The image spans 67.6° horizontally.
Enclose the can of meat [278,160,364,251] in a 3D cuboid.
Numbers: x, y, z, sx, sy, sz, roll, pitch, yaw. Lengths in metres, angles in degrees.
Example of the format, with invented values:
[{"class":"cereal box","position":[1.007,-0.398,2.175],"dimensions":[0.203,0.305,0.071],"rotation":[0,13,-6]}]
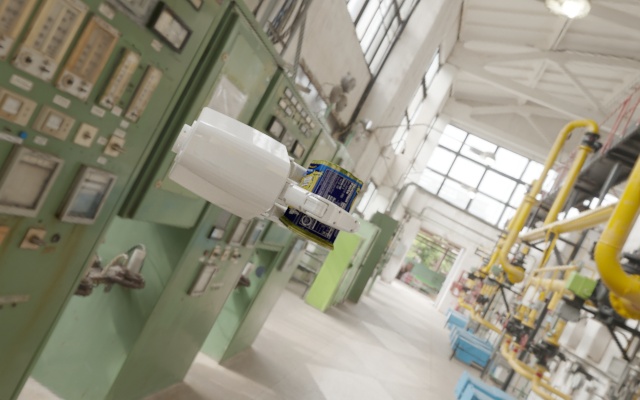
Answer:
[{"class":"can of meat","position":[0.000,0.002,0.547],"dimensions":[0.057,0.084,0.102],"rotation":[27,-1,-14]}]
